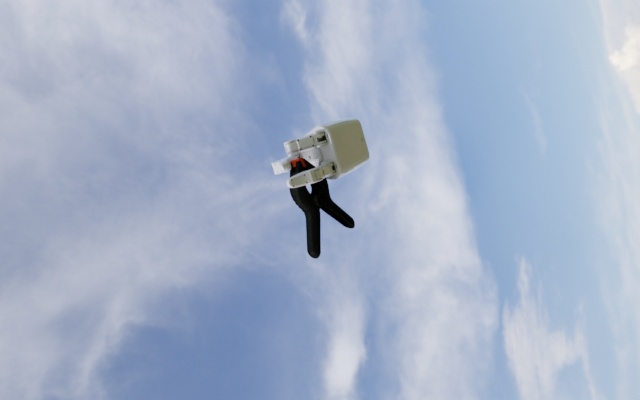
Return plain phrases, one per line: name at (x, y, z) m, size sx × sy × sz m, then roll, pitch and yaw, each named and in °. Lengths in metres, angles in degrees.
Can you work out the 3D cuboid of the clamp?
clamp at (0.000, 0.003, 0.838) m, size 0.039 × 0.171 × 0.120 m, roll -9°, pitch 11°, yaw 41°
